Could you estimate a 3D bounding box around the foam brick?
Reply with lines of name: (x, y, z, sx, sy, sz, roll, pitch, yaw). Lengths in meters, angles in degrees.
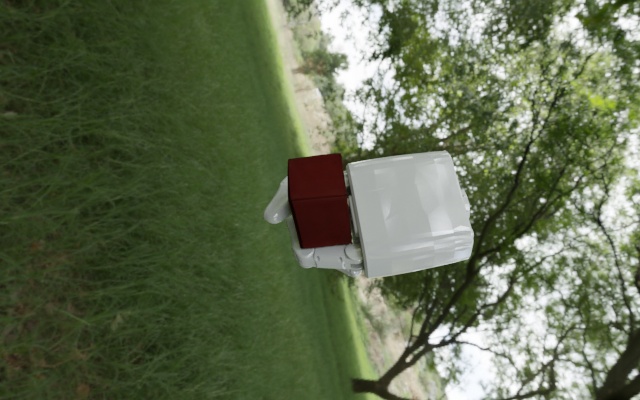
foam brick: (0.000, 0.001, 0.450, 0.051, 0.053, 0.078, -7, -39, 3)
